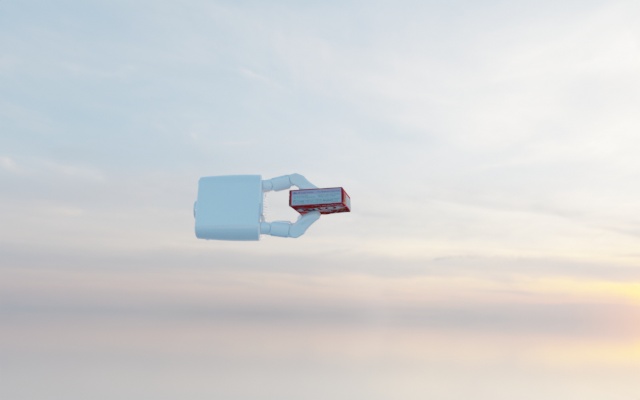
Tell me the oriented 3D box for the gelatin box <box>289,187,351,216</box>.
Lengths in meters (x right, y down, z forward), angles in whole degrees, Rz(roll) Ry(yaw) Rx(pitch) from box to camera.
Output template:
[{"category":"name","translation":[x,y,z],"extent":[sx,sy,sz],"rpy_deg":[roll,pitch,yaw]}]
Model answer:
[{"category":"gelatin box","translation":[0.000,0.002,0.776],"extent":[0.089,0.030,0.073],"rpy_deg":[-4,-14,12]}]
